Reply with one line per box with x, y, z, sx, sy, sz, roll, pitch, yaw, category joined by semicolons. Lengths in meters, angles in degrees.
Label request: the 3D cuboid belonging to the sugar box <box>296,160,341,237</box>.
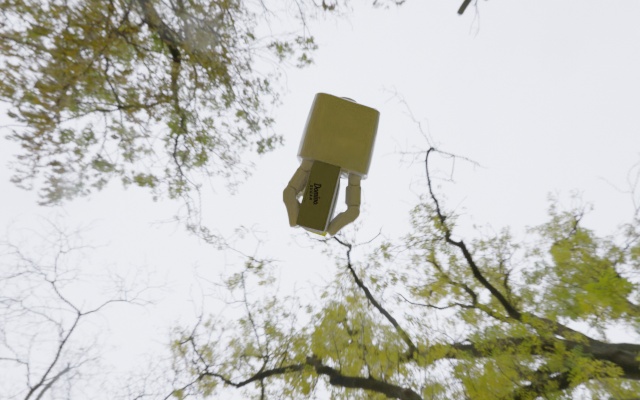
0.000;0.002;0.716;0.048;0.093;0.176;15;-6;6;sugar box
